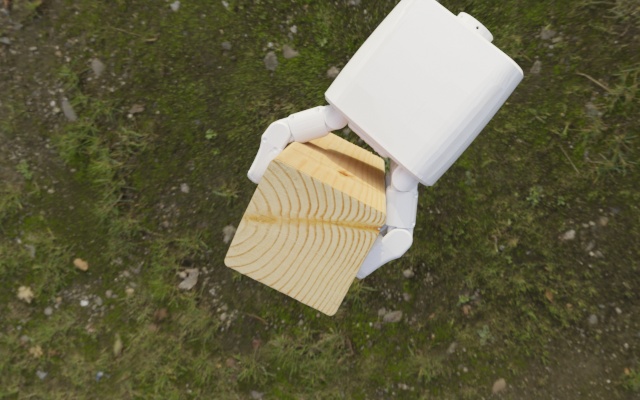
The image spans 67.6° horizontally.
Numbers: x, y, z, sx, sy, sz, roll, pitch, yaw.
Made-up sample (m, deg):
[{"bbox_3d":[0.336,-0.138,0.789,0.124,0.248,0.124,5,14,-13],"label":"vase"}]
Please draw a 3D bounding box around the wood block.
[{"bbox_3d":[0.000,0.001,0.430,0.091,0.090,0.206,27,16,0],"label":"wood block"}]
